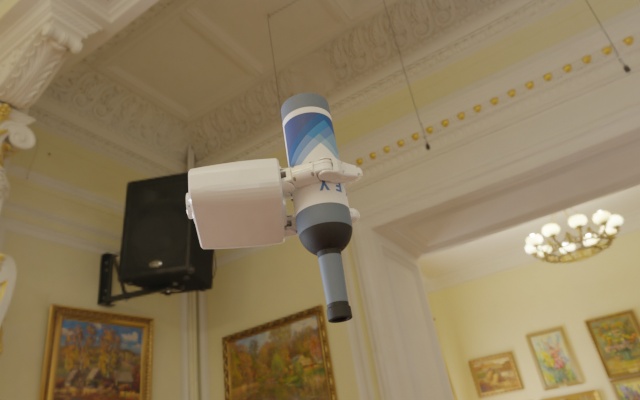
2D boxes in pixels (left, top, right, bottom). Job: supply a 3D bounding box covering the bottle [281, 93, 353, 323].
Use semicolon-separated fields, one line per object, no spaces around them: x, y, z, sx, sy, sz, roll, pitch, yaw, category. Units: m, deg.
0.000;0.002;0.590;0.069;0.295;0.069;-8;-28;-4;bottle
